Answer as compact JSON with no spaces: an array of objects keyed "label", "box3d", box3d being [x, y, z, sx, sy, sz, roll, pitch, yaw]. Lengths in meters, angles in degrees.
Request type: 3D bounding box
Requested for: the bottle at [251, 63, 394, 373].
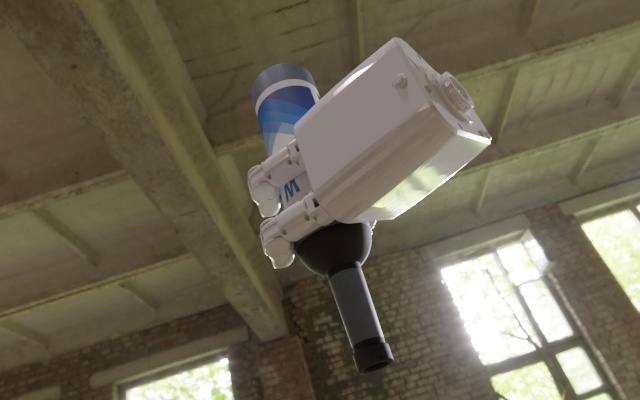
[{"label":"bottle","box3d":[0.000,0.001,0.420,0.069,0.295,0.069,-13,-32,-9]}]
